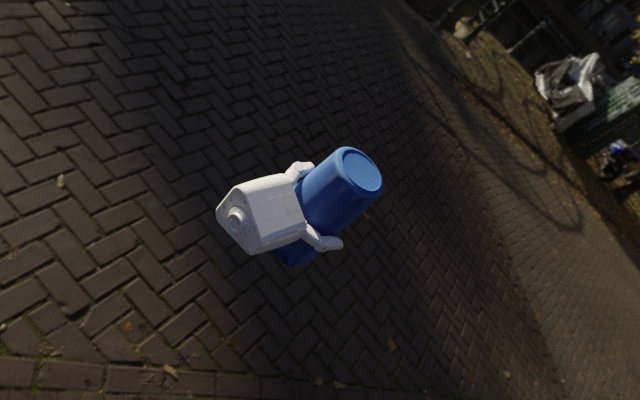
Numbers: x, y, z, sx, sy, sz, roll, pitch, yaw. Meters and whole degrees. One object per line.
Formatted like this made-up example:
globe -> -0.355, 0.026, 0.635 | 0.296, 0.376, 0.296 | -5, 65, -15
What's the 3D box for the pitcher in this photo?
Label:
pitcher -> 0.000, 0.003, 0.893 | 0.145, 0.149, 0.243 | -18, -18, -49
